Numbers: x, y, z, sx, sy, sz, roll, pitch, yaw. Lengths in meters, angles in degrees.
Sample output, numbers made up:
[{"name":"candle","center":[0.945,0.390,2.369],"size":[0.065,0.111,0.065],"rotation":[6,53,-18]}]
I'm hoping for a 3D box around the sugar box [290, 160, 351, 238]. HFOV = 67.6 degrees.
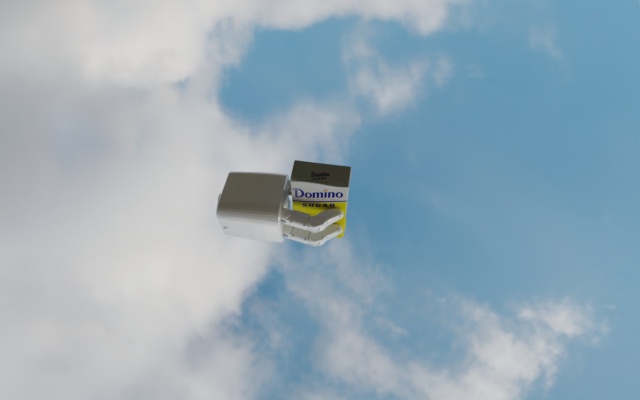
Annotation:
[{"name":"sugar box","center":[0.000,0.003,0.806],"size":[0.093,0.048,0.176],"rotation":[7,-28,4]}]
